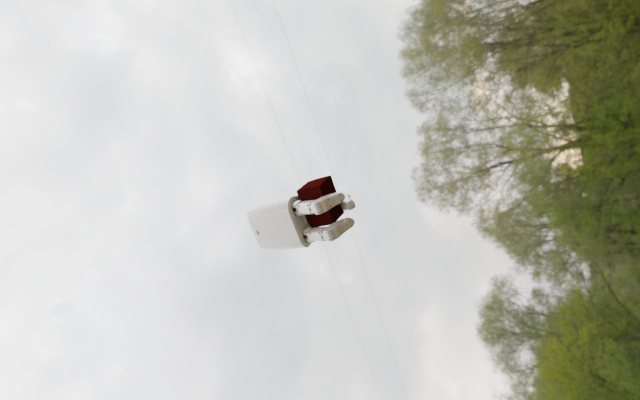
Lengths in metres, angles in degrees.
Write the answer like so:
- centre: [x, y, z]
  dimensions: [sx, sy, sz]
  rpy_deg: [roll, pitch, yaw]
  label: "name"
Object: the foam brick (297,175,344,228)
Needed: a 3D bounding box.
- centre: [0.000, 0.003, 0.872]
  dimensions: [0.051, 0.078, 0.053]
  rpy_deg: [-10, 18, 31]
  label: "foam brick"
